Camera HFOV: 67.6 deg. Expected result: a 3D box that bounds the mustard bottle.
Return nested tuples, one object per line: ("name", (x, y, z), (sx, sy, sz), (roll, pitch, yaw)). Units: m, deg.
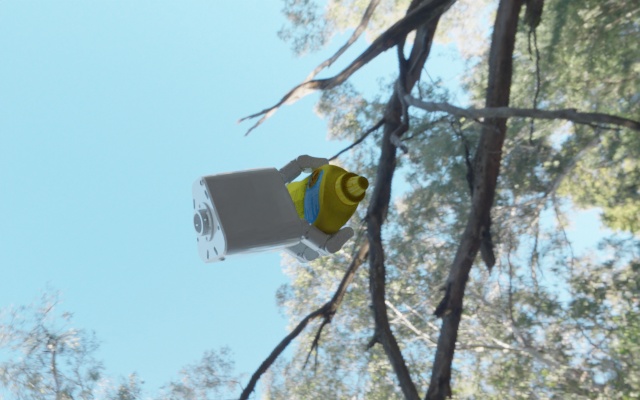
("mustard bottle", (0.000, 0.002, 0.660), (0.058, 0.096, 0.192), (20, -25, -28))
